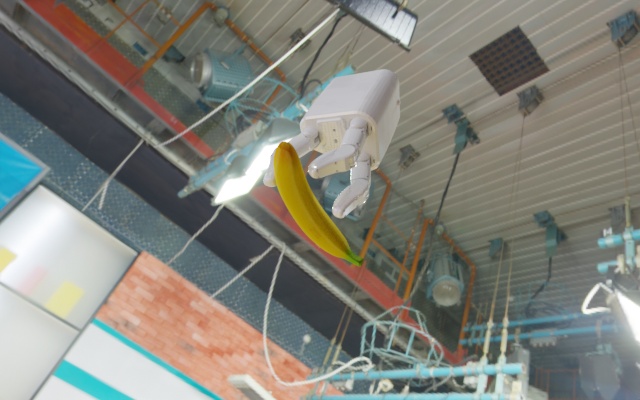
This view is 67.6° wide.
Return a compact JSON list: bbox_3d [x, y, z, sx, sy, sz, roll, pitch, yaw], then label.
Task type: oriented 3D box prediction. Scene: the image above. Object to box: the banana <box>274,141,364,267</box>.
[{"bbox_3d":[-0.012,0.006,0.597,0.069,0.198,0.037,-5,41,42],"label":"banana"}]
